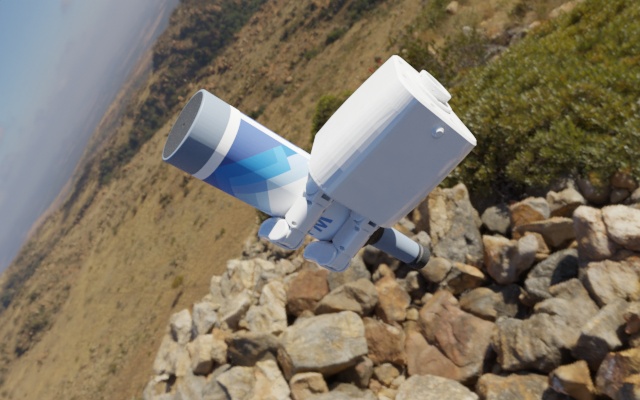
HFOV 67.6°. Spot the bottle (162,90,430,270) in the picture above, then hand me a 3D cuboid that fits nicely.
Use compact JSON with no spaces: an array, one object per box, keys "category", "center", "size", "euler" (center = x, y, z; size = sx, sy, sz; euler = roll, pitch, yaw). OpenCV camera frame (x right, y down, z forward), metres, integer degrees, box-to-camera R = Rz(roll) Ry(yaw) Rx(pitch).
[{"category":"bottle","center":[0.000,0.001,0.459],"size":[0.296,0.069,0.069],"euler":[29,-16,-30]}]
